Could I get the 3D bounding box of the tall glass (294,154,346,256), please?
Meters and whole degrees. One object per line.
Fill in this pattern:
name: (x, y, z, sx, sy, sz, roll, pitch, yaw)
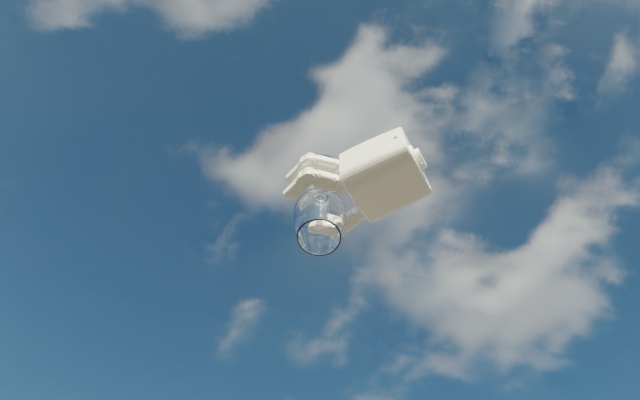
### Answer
tall glass: (0.000, 0.002, 0.741, 0.079, 0.079, 0.201, 0, 30, 2)
